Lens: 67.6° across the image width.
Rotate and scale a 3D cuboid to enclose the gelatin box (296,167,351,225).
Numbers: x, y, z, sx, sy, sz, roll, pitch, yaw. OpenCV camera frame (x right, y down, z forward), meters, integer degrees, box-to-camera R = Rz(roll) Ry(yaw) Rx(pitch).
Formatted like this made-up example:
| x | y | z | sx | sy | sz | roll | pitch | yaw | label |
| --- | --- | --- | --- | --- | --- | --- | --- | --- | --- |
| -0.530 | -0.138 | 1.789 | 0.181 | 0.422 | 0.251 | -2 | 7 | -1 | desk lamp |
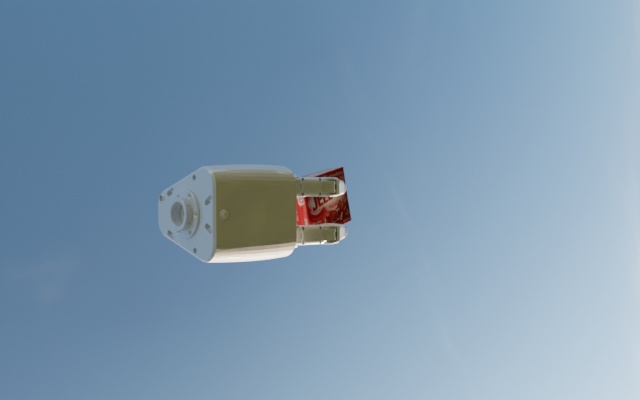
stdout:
| x | y | z | sx | sy | sz | roll | pitch | yaw | label |
| --- | --- | --- | --- | --- | --- | --- | --- | --- | --- |
| 0.000 | 0.002 | 0.600 | 0.030 | 0.073 | 0.089 | -2 | 13 | 38 | gelatin box |
